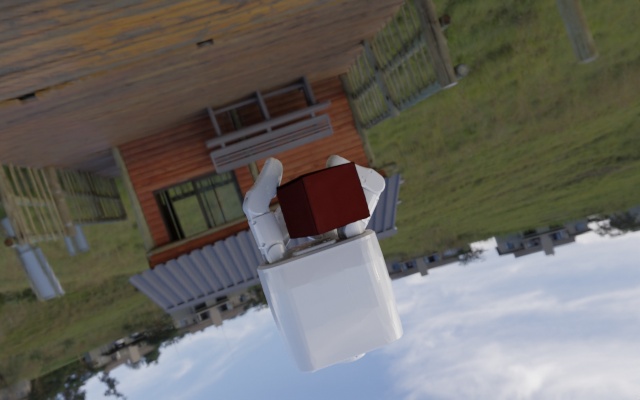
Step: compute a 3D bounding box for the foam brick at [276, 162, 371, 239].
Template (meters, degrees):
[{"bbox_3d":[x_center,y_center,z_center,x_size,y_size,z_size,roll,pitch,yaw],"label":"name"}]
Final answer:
[{"bbox_3d":[0.000,0.001,0.428,0.053,0.051,0.078,-17,0,-22],"label":"foam brick"}]
